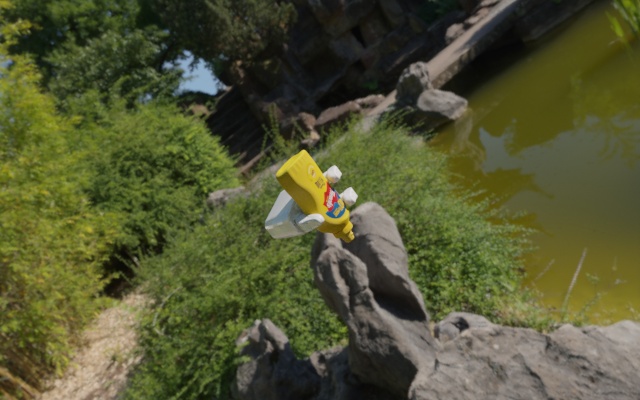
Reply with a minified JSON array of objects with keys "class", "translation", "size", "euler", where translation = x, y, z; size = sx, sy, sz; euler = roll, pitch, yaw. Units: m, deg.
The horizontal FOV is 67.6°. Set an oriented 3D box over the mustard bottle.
[{"class":"mustard bottle","translation":[0.000,0.003,0.898],"size":[0.058,0.192,0.096],"euler":[-30,15,30]}]
